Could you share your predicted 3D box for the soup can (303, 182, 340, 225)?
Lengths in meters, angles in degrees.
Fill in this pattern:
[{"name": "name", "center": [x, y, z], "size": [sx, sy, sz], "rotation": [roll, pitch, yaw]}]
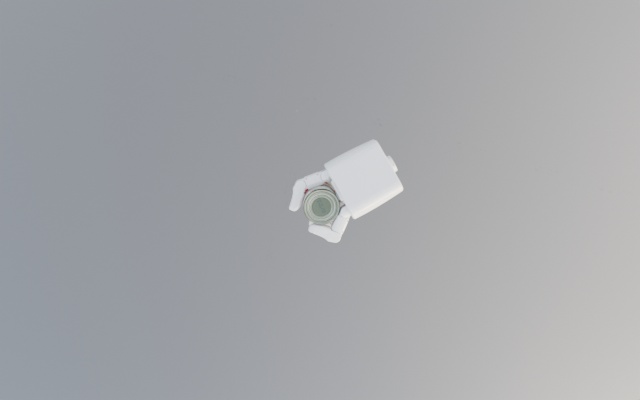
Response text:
[{"name": "soup can", "center": [0.000, 0.003, 0.899], "size": [0.068, 0.068, 0.102], "rotation": [0, 11, -3]}]
